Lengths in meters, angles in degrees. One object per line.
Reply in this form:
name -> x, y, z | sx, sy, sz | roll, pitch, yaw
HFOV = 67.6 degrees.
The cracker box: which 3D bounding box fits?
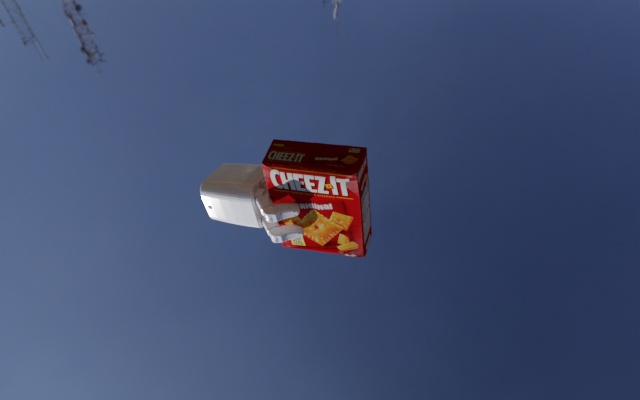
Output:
cracker box -> 0.000, 0.003, 0.835 | 0.164, 0.072, 0.214 | 7, -43, 15
